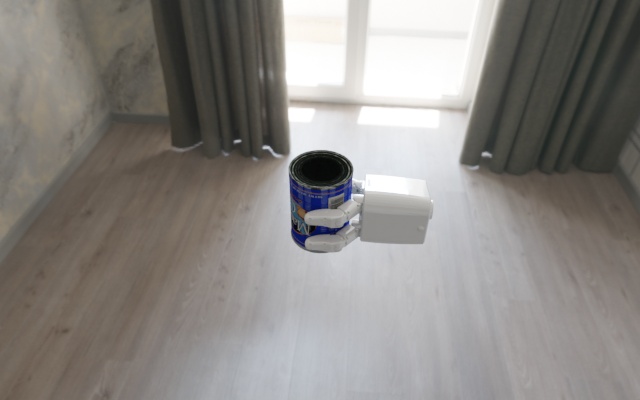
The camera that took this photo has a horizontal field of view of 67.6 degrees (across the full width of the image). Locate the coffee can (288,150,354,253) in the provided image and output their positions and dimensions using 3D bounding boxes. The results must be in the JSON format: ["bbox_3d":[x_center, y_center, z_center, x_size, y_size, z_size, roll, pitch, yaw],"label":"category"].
[{"bbox_3d":[0.000,0.003,0.789,0.103,0.140,0.102,0,41,0],"label":"coffee can"}]
